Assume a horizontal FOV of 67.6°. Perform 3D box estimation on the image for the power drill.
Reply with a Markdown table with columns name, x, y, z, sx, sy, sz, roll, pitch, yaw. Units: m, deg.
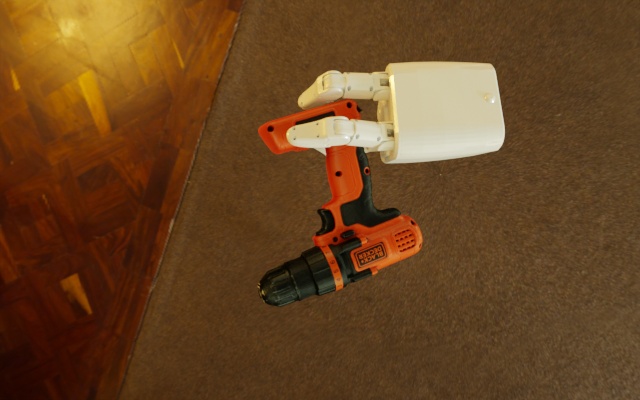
| name | x | y | z | sx | sy | sz | roll | pitch | yaw |
| --- | --- | --- | --- | --- | --- | --- | --- | --- | --- |
| power drill | 0.000 | 0.001 | 0.501 | 0.184 | 0.187 | 0.057 | -20 | 7 | -14 |
